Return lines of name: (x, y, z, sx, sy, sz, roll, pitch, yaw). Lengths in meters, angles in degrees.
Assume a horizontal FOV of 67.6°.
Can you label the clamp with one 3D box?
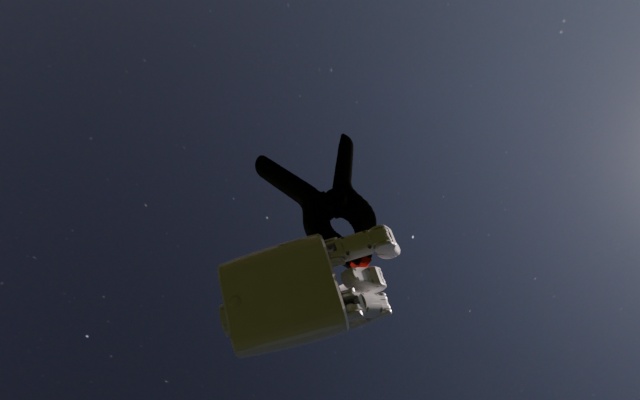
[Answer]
clamp: (0.000, 0.002, 0.523, 0.120, 0.171, 0.039, -13, -31, -10)
